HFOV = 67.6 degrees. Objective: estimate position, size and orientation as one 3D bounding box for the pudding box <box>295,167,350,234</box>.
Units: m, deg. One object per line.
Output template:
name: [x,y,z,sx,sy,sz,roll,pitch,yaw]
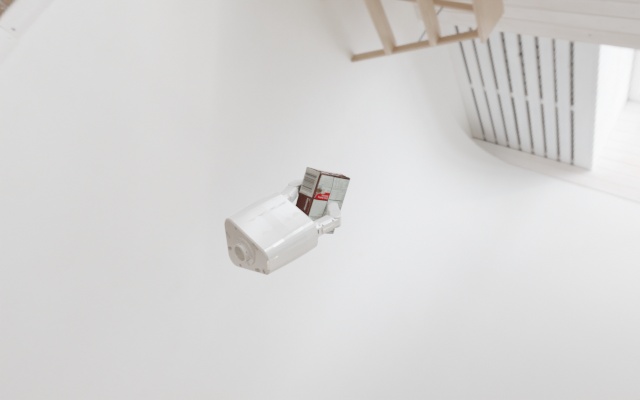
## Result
pudding box: [0.000,0.003,0.853,0.039,0.113,0.090,25,11,37]
